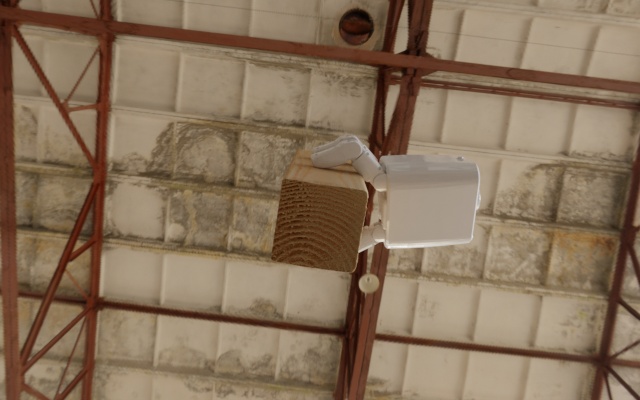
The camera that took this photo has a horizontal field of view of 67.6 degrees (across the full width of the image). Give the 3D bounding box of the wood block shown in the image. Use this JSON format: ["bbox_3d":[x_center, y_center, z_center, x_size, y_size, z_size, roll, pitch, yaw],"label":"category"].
[{"bbox_3d":[0.000,0.002,0.579,0.090,0.091,0.206,8,14,-1],"label":"wood block"}]
